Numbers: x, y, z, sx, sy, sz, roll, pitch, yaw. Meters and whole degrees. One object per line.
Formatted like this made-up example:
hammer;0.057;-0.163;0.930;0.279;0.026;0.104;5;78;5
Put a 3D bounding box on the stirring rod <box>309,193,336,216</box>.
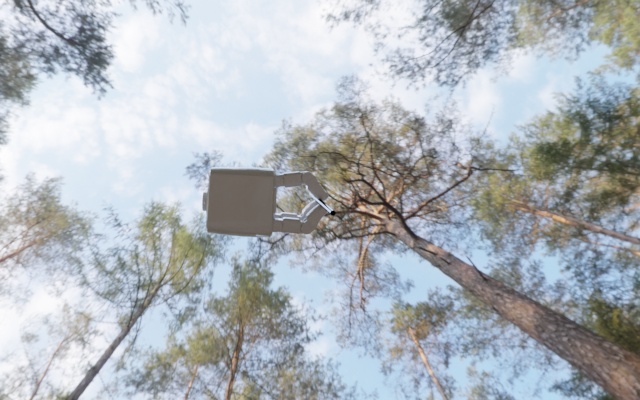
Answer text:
stirring rod;0.000;0.003;0.792;0.011;0.011;0.239;0;7;-8
